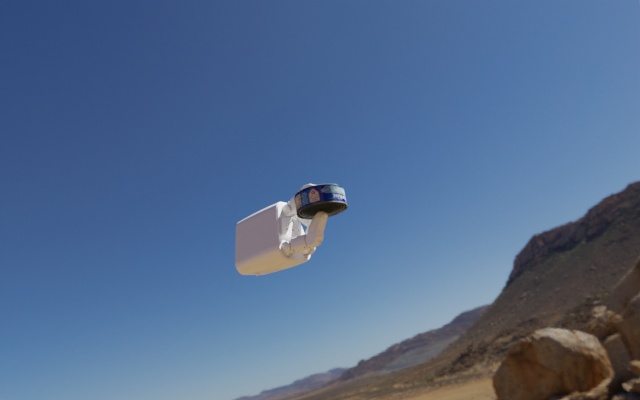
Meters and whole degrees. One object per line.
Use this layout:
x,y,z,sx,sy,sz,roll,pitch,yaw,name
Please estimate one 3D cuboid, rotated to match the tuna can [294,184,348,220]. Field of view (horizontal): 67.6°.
0.000,0.002,0.791,0.086,0.033,0.086,-9,-18,-3,tuna can
